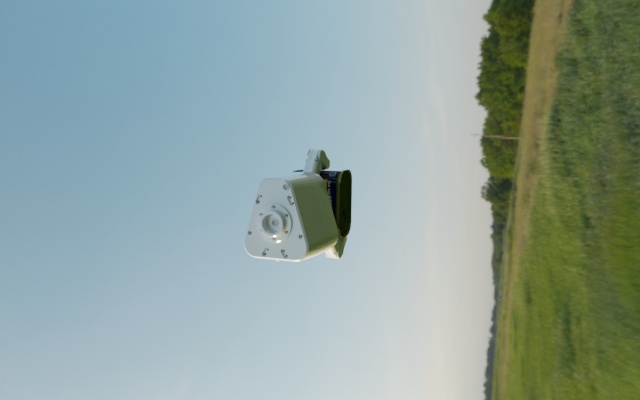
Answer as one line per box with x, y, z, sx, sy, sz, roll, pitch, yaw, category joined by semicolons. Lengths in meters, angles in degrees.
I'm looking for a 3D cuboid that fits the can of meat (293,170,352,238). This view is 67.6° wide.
0.000;0.002;0.735;0.084;0.102;0.057;3;8;20;can of meat
